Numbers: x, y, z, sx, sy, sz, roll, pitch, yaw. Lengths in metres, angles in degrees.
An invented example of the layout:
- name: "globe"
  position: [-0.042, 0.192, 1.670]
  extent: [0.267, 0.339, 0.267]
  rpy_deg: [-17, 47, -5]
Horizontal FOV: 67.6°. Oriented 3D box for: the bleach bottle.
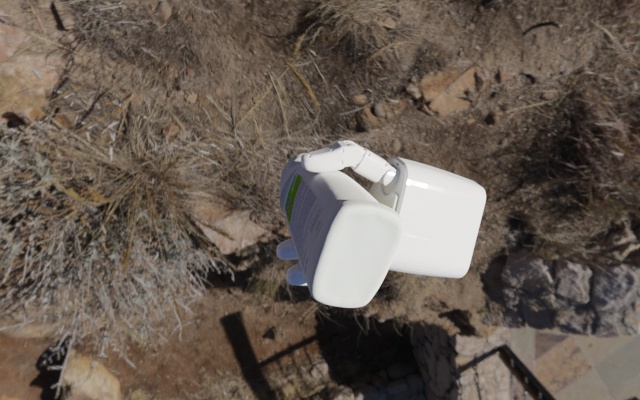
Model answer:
- name: "bleach bottle"
  position: [0.000, 0.002, 0.506]
  extent: [0.068, 0.102, 0.250]
  rpy_deg: [13, 20, -20]
